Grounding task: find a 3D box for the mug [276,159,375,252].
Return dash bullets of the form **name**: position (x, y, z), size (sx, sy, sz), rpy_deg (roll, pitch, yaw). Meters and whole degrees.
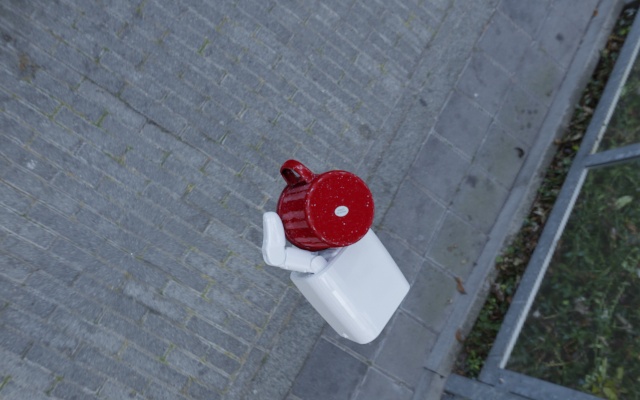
- **mug**: position (-0.001, 0.001, 0.527), size (0.093, 0.117, 0.081), rpy_deg (-41, 11, -20)
